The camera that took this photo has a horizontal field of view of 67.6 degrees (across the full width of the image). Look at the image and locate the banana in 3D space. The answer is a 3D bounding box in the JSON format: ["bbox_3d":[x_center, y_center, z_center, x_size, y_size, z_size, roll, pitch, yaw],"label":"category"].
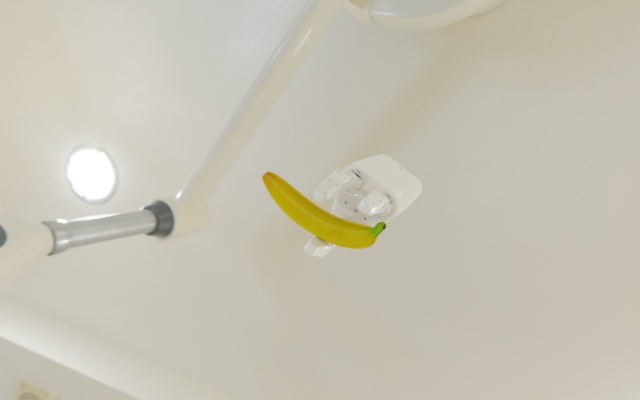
[{"bbox_3d":[0.002,0.019,0.638,0.197,0.070,0.037,23,36,28],"label":"banana"}]
